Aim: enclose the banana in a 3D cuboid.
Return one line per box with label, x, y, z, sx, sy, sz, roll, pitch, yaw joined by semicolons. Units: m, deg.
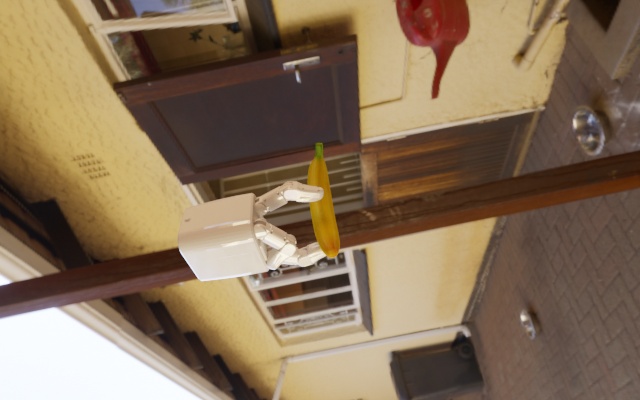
banana;0.002;0.009;0.731;0.037;0.197;0.070;-10;-31;1
